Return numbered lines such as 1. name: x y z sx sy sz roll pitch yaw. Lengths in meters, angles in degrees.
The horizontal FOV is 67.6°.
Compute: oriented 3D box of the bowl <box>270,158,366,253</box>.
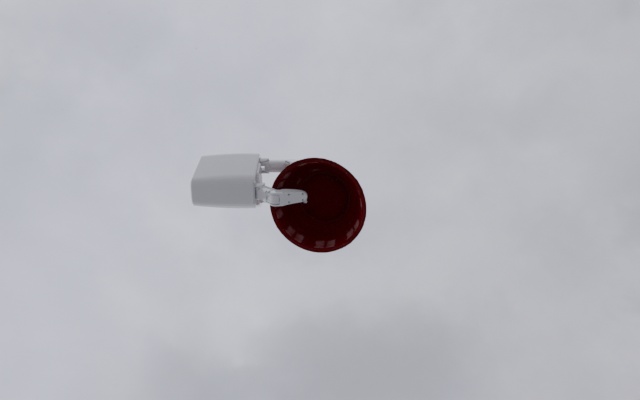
1. bowl: 0.001 0.003 0.794 0.162 0.162 0.055 0 17 14
